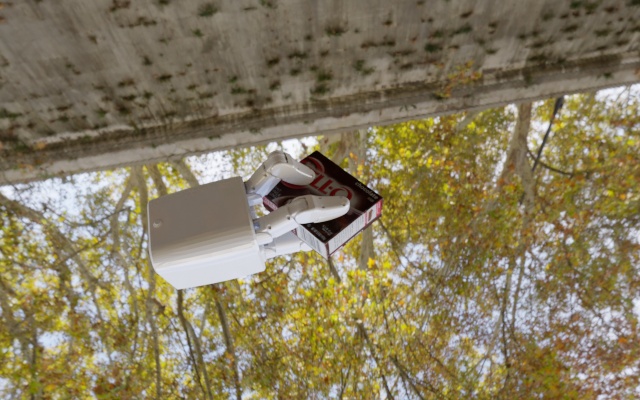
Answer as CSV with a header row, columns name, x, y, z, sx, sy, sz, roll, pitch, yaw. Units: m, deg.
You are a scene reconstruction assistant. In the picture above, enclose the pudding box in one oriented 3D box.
name,x,y,z,sx,sy,sz,roll,pitch,yaw
pudding box,0.000,0.002,0.541,0.090,0.039,0.113,-37,59,-24
